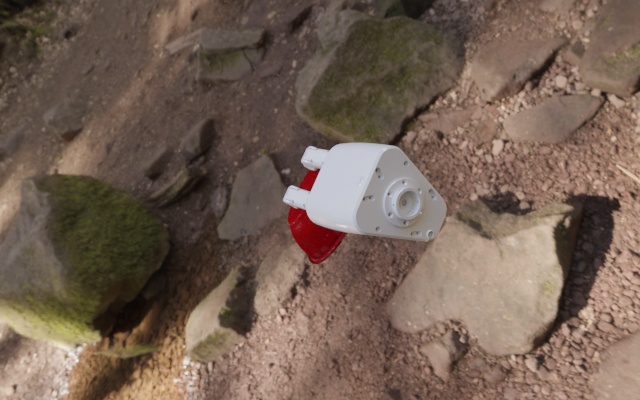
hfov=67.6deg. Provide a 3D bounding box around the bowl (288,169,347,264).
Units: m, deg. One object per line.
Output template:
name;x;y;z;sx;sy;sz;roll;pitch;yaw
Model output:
bowl;-0.001;0.002;0.651;0.055;0.162;0.162;25;-7;-15
